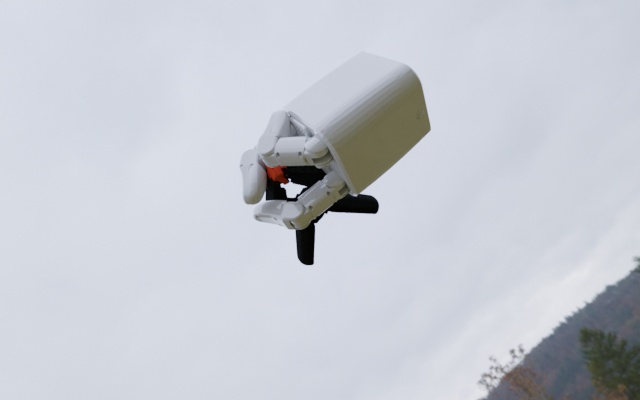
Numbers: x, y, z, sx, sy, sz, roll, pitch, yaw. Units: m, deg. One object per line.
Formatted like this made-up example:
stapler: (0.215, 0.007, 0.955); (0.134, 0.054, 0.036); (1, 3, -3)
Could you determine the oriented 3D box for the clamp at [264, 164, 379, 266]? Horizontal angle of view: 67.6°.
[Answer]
clamp: (0.000, 0.001, 0.537); (0.039, 0.120, 0.172); (47, -7, 37)
